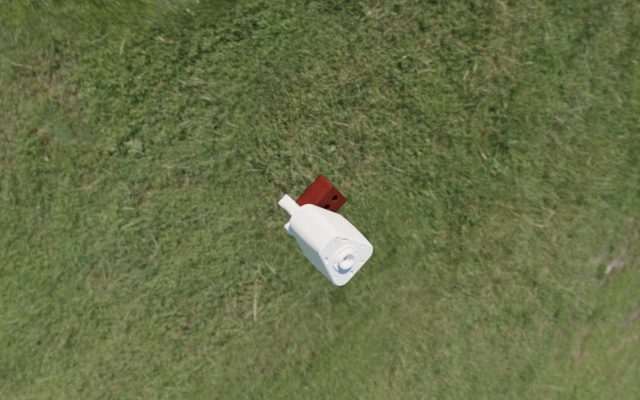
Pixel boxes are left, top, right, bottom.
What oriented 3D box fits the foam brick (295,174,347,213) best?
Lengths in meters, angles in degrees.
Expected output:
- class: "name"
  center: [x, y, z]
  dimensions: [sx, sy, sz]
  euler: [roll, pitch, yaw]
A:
- class: "foam brick"
  center: [0.000, 0.003, 0.886]
  dimensions: [0.053, 0.078, 0.051]
  euler: [43, -1, -40]
